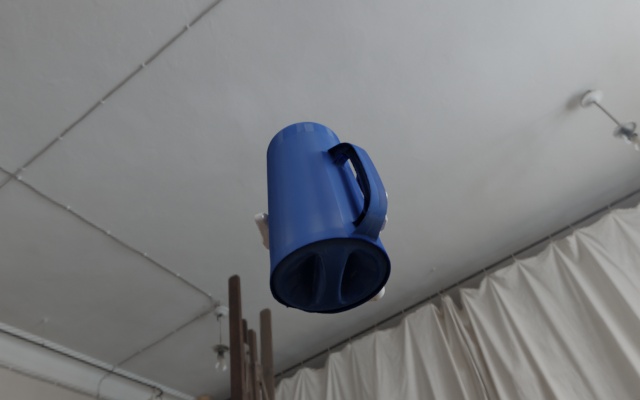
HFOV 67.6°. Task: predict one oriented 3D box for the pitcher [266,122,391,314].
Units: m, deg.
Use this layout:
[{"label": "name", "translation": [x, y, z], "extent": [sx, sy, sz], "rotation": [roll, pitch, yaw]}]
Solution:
[{"label": "pitcher", "translation": [0.000, 0.002, 0.593], "extent": [0.149, 0.242, 0.145], "rotation": [-17, -46, 4]}]
